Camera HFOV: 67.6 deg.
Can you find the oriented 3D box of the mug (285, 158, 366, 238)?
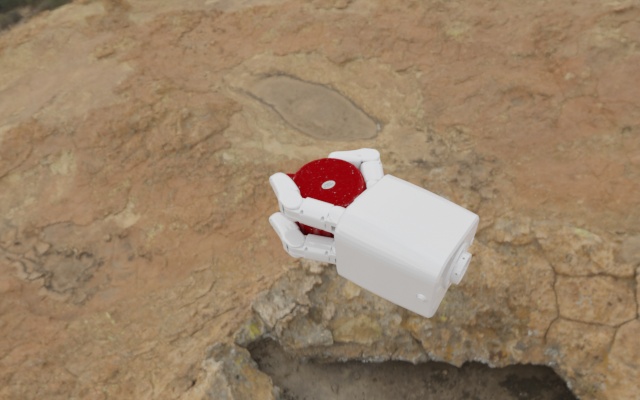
[{"bbox_3d":[-0.001,0.001,0.545,0.117,0.082,0.093,25,55,24],"label":"mug"}]
